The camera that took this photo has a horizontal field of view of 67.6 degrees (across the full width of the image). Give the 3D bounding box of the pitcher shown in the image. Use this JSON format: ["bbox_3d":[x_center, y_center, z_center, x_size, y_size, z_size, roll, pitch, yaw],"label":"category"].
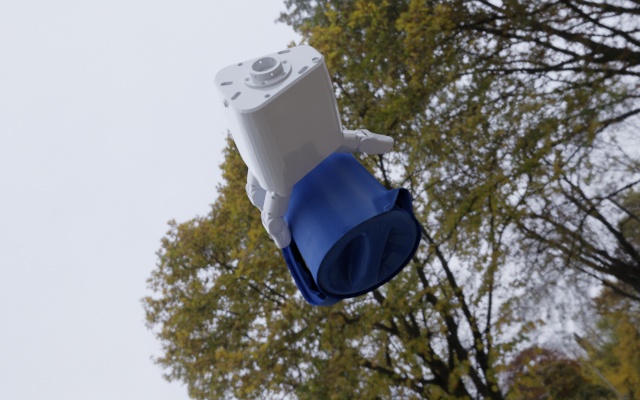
[{"bbox_3d":[0.000,0.002,0.604,0.149,0.145,0.242,-27,48,-9],"label":"pitcher"}]
